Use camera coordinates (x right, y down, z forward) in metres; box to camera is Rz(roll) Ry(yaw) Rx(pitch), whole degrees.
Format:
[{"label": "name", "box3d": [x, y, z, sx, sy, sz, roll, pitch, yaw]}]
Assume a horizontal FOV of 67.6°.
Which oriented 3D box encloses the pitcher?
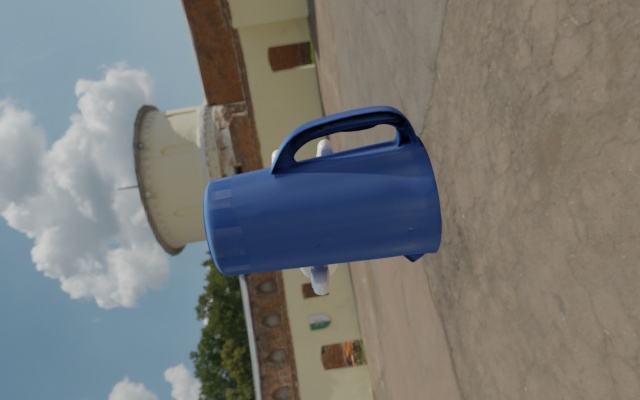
[{"label": "pitcher", "box3d": [0.000, 0.002, 0.525, 0.243, 0.149, 0.145, -9, -18, -1]}]
